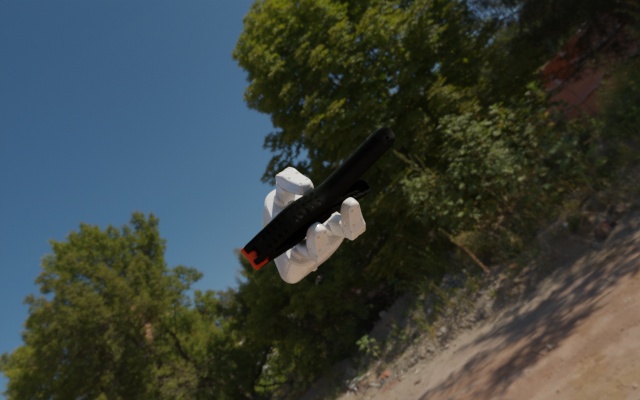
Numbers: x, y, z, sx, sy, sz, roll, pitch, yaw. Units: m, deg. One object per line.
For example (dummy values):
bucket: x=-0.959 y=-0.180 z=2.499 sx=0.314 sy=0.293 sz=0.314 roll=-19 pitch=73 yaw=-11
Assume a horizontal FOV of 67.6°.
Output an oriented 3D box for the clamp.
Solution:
clamp: x=-0.001 y=0.002 z=0.559 sx=0.210 sy=0.036 sz=0.165 roll=-36 pitch=-15 yaw=-23
